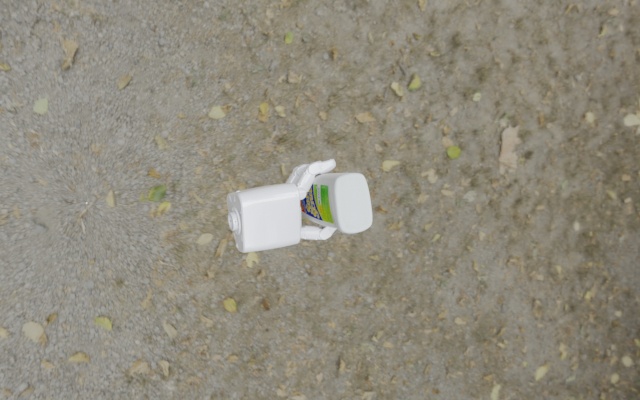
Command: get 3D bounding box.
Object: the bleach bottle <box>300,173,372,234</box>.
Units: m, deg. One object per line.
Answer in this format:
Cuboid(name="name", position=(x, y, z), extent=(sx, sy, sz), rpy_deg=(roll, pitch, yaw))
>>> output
Cuboid(name="bleach bottle", position=(0.000, 0.003, 0.887), extent=(0.068, 0.102, 0.251), rpy_deg=(-10, 4, -26))
